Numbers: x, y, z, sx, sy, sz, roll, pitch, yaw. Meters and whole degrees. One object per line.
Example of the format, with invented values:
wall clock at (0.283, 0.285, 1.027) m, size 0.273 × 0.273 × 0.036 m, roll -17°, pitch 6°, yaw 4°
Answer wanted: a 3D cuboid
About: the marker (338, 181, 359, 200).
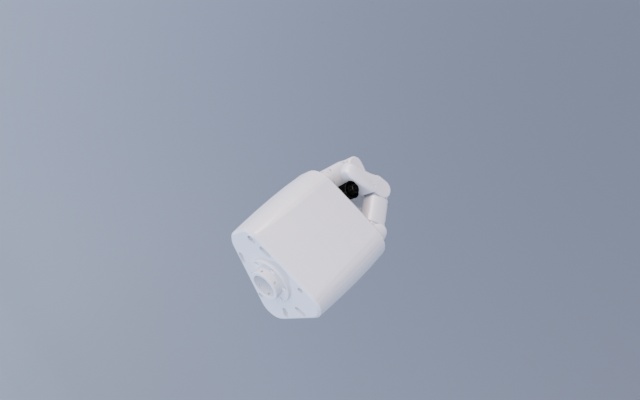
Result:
marker at (0.000, 0.002, 0.523) m, size 0.020 × 0.020 × 0.121 m, roll 0°, pitch -13°, yaw -37°
